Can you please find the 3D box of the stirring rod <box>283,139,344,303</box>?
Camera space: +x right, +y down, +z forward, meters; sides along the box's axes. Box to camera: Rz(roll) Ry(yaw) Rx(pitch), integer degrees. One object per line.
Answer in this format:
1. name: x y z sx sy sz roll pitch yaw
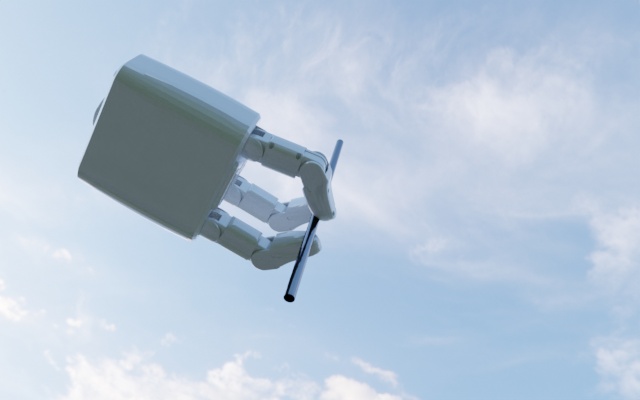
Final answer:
1. stirring rod: 0.000 0.001 0.420 0.011 0.011 0.239 0 32 12
